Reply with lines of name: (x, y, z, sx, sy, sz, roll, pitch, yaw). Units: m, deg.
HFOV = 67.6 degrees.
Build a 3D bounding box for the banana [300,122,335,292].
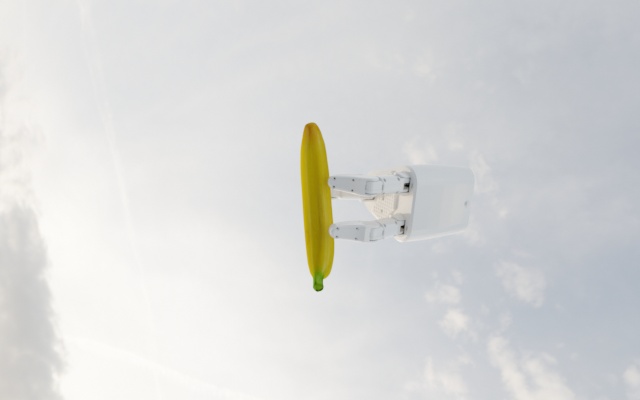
banana: (-0.002, 0.008, 0.579, 0.037, 0.197, 0.069, -4, -8, -9)
